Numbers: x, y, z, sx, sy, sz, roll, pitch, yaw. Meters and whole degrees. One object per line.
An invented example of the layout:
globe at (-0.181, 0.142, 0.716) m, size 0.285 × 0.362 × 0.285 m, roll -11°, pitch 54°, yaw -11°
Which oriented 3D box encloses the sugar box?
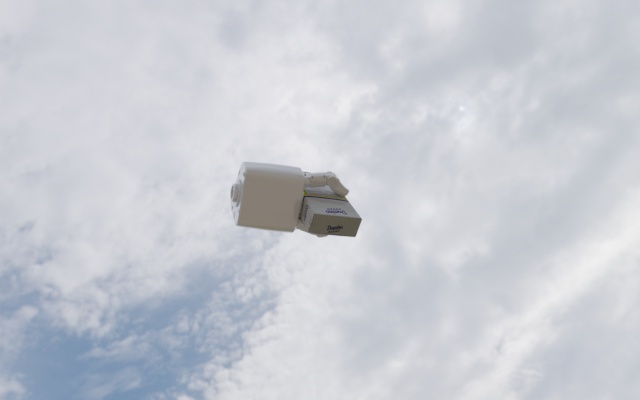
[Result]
sugar box at (0.000, 0.003, 0.880) m, size 0.093 × 0.048 × 0.176 m, roll 7°, pitch 28°, yaw -22°
